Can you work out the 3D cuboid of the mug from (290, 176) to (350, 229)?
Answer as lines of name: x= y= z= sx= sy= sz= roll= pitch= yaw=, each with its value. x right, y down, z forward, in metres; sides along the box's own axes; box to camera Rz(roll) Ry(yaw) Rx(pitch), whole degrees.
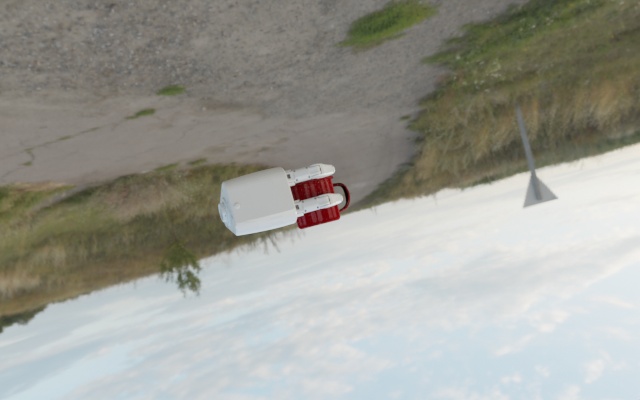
mug: x=0.002 y=0.003 z=0.891 sx=0.117 sy=0.081 sz=0.093 roll=-14 pitch=-3 yaw=-19
